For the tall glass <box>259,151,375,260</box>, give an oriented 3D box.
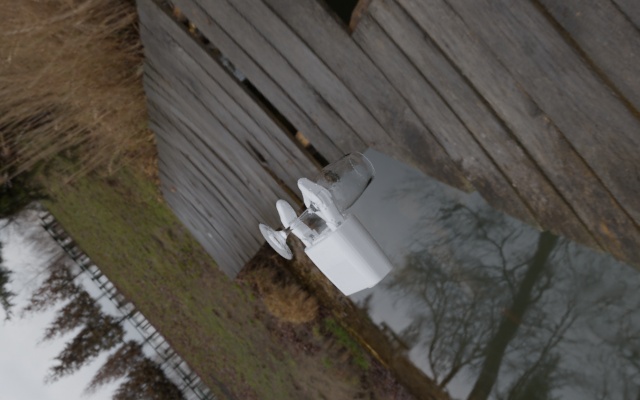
[{"bbox_3d":[0.000,0.003,0.771,0.201,0.079,0.079,-42,17,-21],"label":"tall glass"}]
